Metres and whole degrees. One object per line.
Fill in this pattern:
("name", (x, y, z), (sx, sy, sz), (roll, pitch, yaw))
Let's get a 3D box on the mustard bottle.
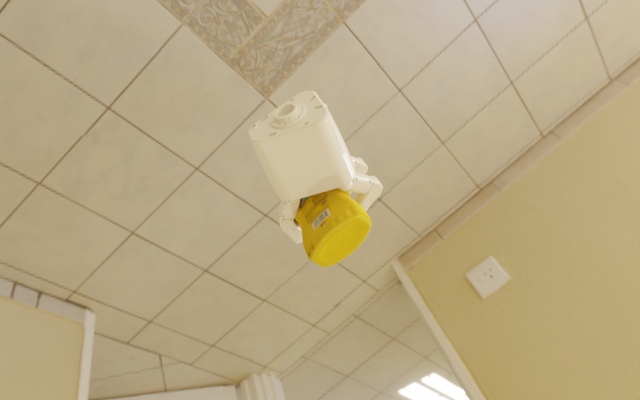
("mustard bottle", (0.000, 0.003, 0.698), (0.058, 0.096, 0.191), (33, 19, -36))
